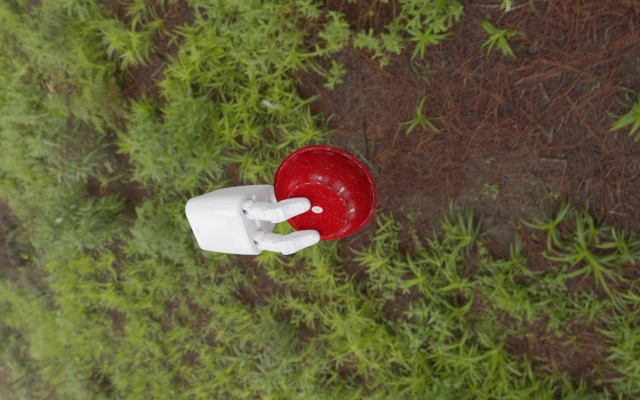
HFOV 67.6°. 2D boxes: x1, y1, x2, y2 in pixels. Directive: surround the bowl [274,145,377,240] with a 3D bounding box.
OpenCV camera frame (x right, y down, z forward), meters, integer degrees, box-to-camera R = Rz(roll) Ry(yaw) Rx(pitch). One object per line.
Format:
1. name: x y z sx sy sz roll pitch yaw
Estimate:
1. bowl: 0.001 0.002 0.703 0.162 0.162 0.055 0 29 15
